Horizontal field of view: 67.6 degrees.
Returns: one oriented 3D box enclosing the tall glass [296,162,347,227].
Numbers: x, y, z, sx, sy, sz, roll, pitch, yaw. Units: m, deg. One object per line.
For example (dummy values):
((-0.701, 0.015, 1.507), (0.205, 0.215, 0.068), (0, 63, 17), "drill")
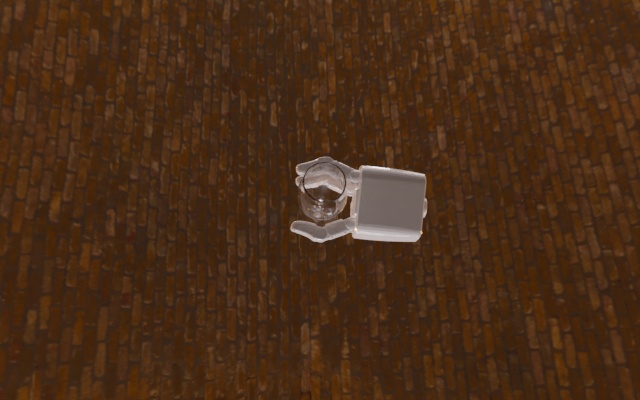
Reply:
((0.000, 0.003, 0.769), (0.079, 0.079, 0.201), (0, -17, -3), "tall glass")
